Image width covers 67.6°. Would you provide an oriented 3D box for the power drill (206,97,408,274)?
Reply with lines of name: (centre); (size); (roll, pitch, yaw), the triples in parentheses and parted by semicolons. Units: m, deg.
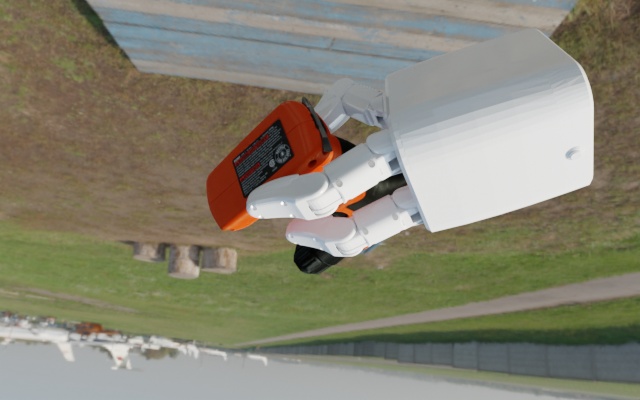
power drill: (0.000, 0.001, 0.406); (0.184, 0.057, 0.188); (-41, -32, 25)
